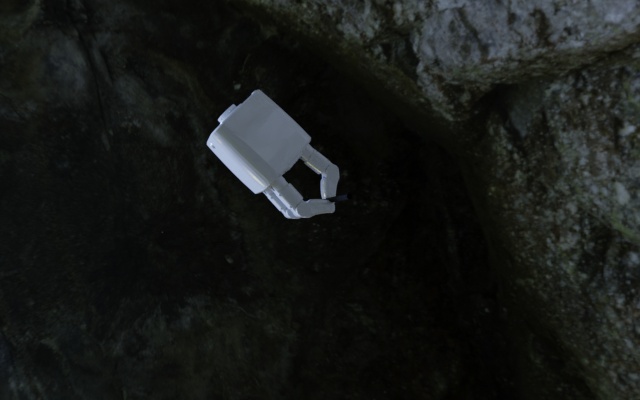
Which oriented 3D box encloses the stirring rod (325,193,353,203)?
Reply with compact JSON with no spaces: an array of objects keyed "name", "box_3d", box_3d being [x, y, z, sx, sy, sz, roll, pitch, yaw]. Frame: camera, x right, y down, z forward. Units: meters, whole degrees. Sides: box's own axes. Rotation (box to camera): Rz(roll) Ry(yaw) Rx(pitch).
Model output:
[{"name":"stirring rod","box_3d":[0.000,0.002,0.730,0.011,0.011,0.239,0,-4,-18]}]
